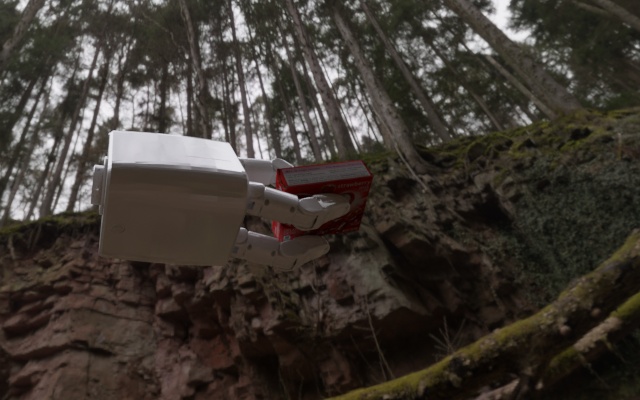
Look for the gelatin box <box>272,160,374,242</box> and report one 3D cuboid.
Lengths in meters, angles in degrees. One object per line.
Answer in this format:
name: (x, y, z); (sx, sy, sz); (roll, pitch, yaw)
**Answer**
gelatin box: (0.000, 0.001, 0.461); (0.089, 0.073, 0.030); (-8, 45, -19)
